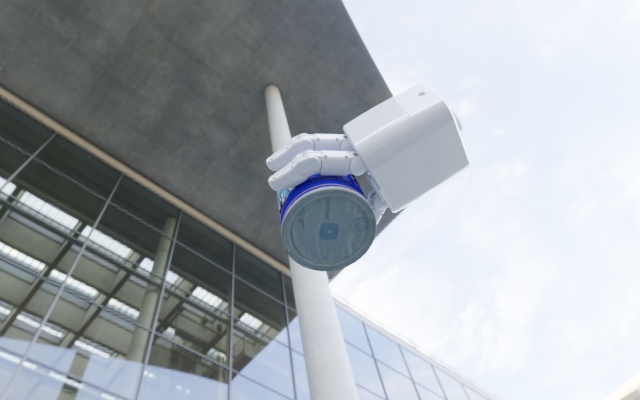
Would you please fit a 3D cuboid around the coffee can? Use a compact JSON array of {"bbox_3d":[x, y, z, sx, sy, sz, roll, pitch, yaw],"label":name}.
[{"bbox_3d":[0.000,0.002,0.566,0.103,0.103,0.140,0,27,-9],"label":"coffee can"}]
